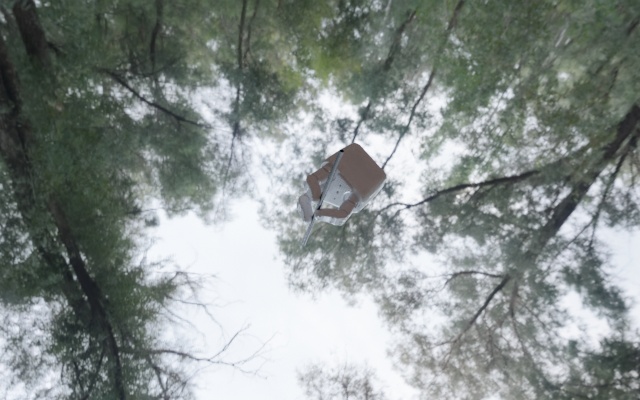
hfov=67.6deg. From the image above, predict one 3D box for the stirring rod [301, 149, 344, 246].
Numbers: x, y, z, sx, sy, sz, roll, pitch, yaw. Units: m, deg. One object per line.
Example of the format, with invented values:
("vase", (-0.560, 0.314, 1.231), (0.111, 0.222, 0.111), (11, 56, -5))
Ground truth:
("stirring rod", (0.000, 0.003, 0.848), (0.011, 0.011, 0.240), (0, -43, -23))
